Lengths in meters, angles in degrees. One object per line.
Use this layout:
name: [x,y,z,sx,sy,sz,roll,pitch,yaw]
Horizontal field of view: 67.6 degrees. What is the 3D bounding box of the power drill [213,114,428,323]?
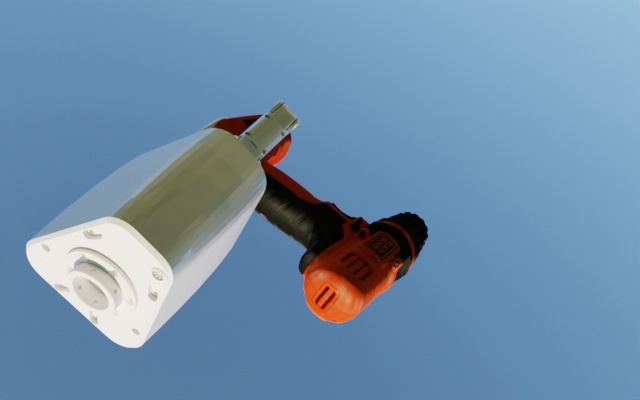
power drill: [0.000,0.001,0.412,0.187,0.057,0.184,41,27,15]
